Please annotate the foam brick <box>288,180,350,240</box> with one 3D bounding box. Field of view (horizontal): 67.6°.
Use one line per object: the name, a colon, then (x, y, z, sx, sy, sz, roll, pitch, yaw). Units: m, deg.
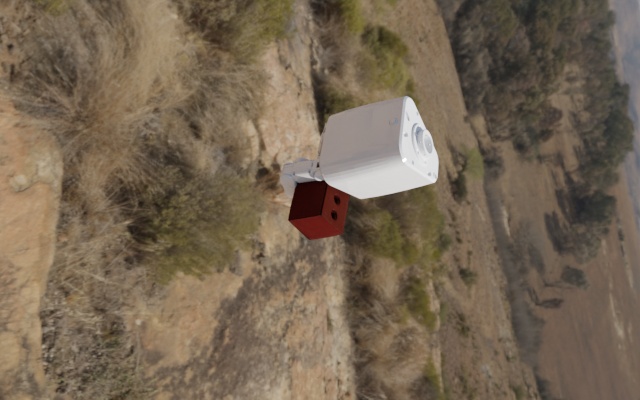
foam brick: (0.000, 0.002, 0.604, 0.051, 0.078, 0.053, -9, -35, 32)
